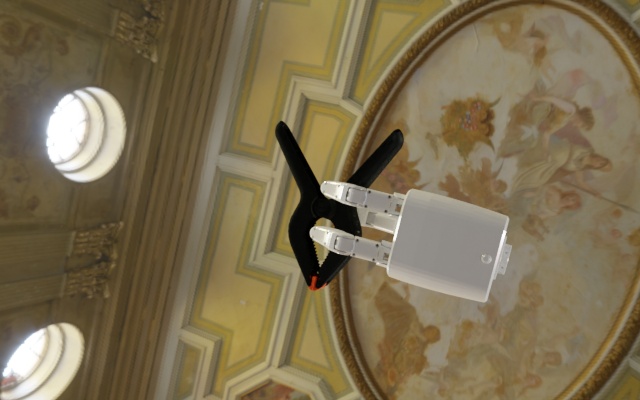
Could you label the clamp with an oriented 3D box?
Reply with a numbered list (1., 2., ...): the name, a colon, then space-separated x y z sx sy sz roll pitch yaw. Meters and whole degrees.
1. clamp: 0.001 0.003 0.585 0.164 0.210 0.036 15 5 24
